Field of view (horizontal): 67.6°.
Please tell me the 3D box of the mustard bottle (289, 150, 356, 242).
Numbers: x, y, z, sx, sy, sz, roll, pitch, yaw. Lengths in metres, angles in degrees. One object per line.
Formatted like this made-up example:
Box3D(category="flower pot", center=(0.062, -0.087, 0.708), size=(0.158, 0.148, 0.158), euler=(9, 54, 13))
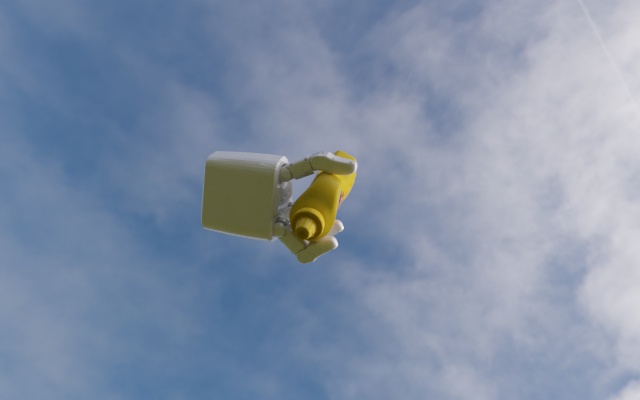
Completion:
Box3D(category="mustard bottle", center=(0.000, 0.002, 0.651), size=(0.058, 0.096, 0.191), euler=(30, 27, 1))
